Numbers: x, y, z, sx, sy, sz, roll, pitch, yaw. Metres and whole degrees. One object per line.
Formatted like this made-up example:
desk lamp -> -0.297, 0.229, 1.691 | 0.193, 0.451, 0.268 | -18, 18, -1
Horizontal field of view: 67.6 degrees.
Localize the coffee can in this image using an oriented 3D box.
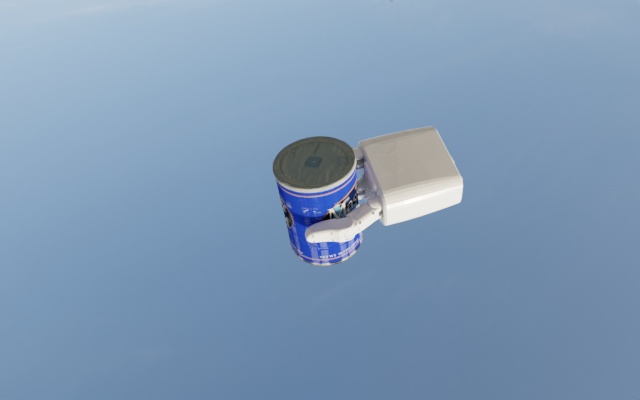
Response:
coffee can -> 0.000, 0.002, 0.628 | 0.103, 0.140, 0.102 | -5, 43, 5
